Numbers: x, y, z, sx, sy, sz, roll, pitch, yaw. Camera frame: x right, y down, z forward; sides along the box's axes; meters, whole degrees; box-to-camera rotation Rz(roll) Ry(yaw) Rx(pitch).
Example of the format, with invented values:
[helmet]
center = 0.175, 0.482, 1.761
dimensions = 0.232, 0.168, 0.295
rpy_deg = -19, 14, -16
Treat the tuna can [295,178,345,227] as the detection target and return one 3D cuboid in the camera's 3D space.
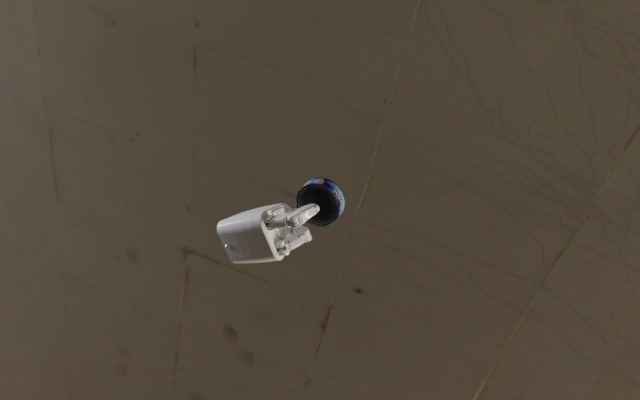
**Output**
[tuna can]
center = 0.000, 0.003, 0.860
dimensions = 0.086, 0.086, 0.033
rpy_deg = 0, 26, 25
